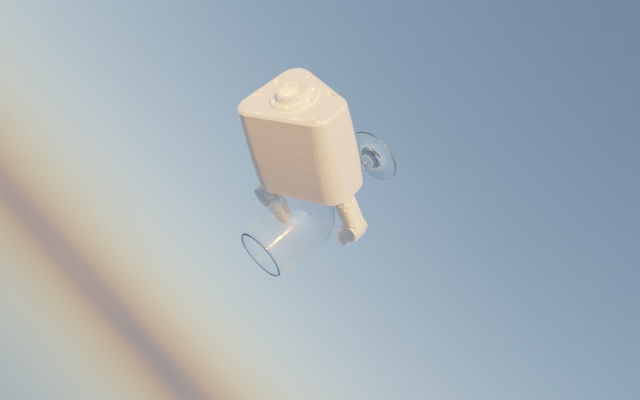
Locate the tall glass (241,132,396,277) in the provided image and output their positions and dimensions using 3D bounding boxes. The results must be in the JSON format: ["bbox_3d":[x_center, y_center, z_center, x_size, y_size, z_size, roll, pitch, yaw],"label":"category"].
[{"bbox_3d":[0.001,0.002,0.571,0.201,0.079,0.079,-42,21,-25],"label":"tall glass"}]
